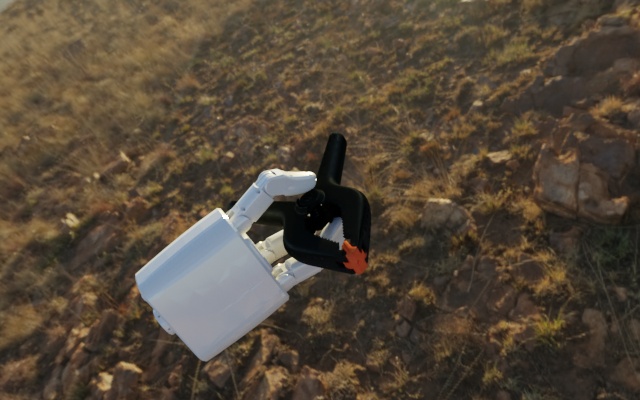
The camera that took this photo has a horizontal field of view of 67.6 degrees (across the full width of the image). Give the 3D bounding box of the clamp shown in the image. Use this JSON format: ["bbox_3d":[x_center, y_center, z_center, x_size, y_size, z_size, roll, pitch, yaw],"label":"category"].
[{"bbox_3d":[0.000,0.001,0.501,0.164,0.036,0.210,-40,36,-9],"label":"clamp"}]
